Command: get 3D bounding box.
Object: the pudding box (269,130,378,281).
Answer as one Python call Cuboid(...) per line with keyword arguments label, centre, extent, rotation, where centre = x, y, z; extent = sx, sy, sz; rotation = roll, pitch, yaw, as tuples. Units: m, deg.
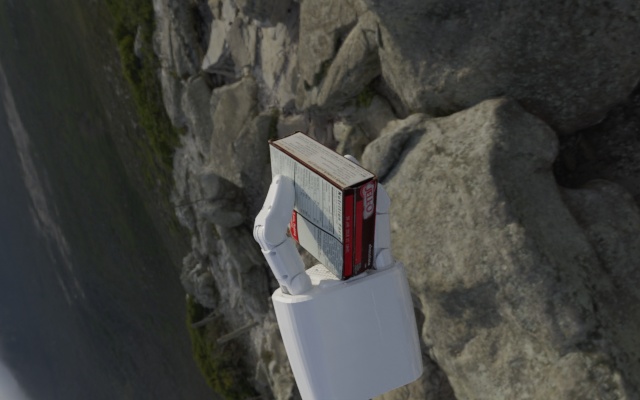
Cuboid(label="pudding box", centre=(0.000, 0.001, 0.411), extent=(0.039, 0.090, 0.113), rotation=(-21, 37, -31))
